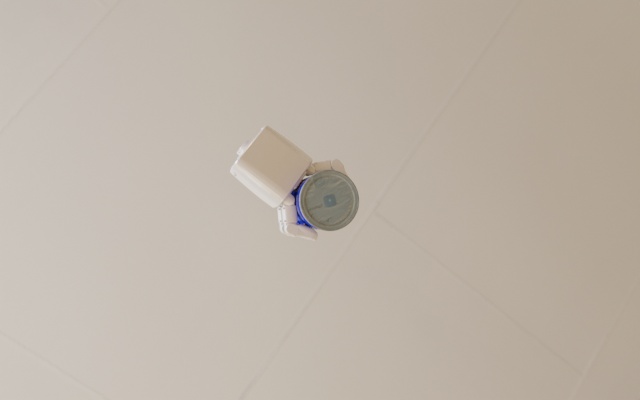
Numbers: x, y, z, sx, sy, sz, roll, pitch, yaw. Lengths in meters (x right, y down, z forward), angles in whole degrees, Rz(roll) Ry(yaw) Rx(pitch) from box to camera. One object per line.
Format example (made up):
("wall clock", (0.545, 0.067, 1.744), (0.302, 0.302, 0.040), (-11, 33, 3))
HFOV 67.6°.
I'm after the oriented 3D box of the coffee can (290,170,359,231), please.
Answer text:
("coffee can", (0.000, 0.003, 0.862), (0.103, 0.103, 0.140), (0, -2, -13))
